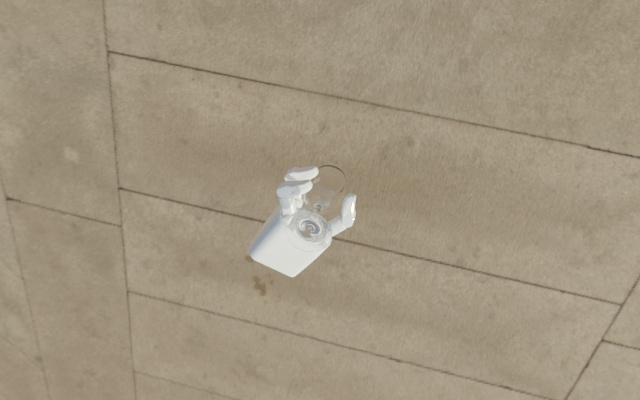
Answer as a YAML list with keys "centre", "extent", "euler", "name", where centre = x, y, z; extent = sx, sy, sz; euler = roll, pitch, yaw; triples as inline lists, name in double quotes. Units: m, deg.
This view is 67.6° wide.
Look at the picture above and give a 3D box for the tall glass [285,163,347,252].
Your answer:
- centre: [0.000, 0.003, 0.820]
  extent: [0.079, 0.079, 0.201]
  euler: [0, 28, 13]
  name: "tall glass"
